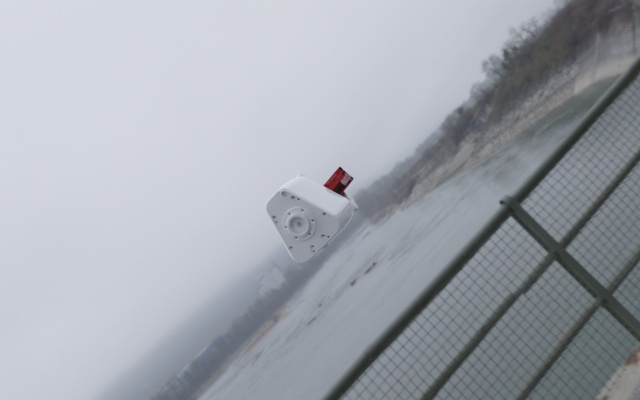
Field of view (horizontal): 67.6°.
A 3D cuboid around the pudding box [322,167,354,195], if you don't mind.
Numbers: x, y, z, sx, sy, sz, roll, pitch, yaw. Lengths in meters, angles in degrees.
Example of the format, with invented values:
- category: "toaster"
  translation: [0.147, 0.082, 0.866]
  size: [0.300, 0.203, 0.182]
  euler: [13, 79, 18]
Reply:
- category: "pudding box"
  translation: [0.000, 0.003, 0.834]
  size: [0.113, 0.039, 0.090]
  euler: [-45, 2, 44]
